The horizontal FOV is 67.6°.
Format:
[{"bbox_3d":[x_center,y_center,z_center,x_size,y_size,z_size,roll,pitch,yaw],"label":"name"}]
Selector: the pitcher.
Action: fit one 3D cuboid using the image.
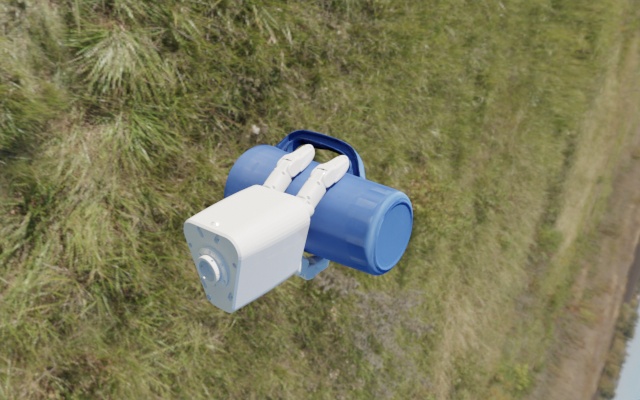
[{"bbox_3d":[0.000,0.002,0.647,0.243,0.149,0.145,18,30,35],"label":"pitcher"}]
